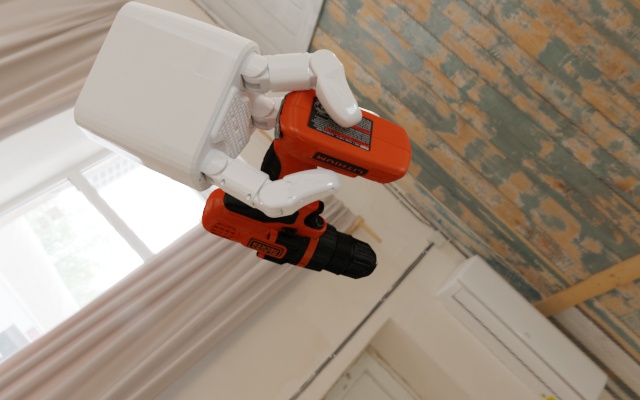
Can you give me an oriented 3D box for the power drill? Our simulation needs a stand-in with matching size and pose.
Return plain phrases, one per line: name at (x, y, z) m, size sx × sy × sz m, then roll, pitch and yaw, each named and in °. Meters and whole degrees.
power drill at (0.000, 0.001, 0.425) m, size 0.184 × 0.057 × 0.188 m, roll 19°, pitch -41°, yaw -15°
